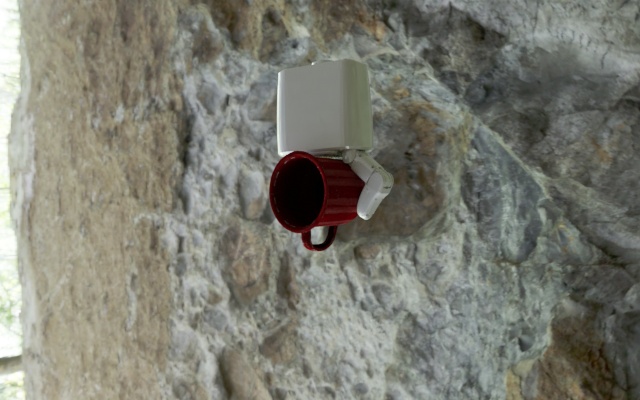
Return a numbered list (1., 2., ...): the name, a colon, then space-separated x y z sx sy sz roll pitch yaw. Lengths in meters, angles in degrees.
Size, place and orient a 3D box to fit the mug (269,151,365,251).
1. mug: 0.000 0.003 0.567 0.093 0.117 0.081 -2 0 41
